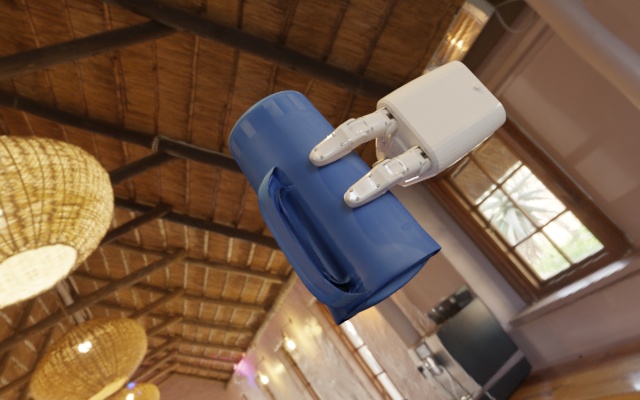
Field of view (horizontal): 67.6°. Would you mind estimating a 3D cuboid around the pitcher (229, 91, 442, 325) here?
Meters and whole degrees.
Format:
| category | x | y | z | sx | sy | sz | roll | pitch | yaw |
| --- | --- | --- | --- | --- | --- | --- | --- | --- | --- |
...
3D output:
| category | x | y | z | sx | sy | sz | roll | pitch | yaw |
| --- | --- | --- | --- | --- | --- | --- | --- | --- | --- |
| pitcher | 0.000 | 0.002 | 0.510 | 0.145 | 0.242 | 0.149 | -33 | -16 | -14 |
